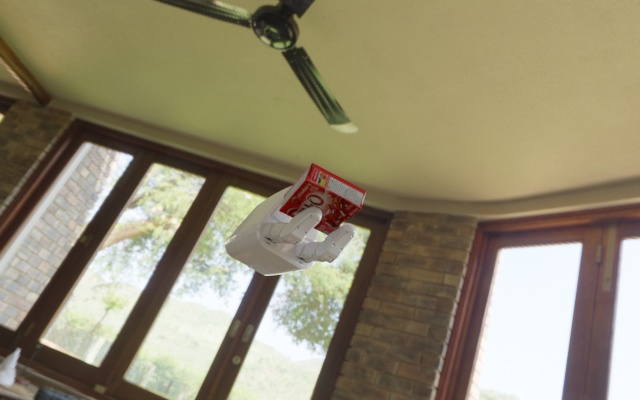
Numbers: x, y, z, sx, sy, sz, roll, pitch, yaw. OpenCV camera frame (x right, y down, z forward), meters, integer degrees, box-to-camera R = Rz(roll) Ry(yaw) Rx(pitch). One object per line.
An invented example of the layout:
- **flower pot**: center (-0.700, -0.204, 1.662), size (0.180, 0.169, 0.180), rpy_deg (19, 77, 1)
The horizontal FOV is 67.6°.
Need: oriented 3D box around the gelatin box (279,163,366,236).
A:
- **gelatin box**: center (0.000, 0.001, 0.571), size (0.073, 0.030, 0.089), rpy_deg (28, -35, -13)
